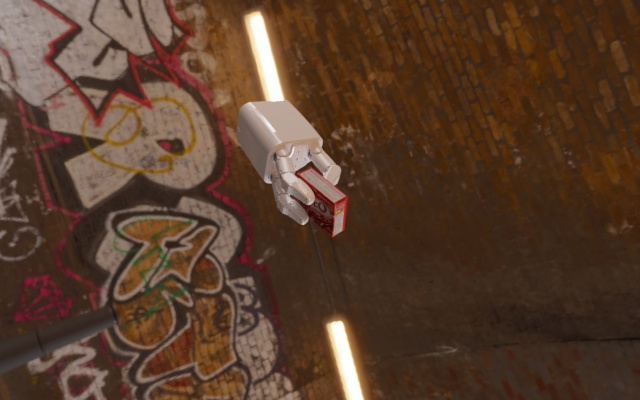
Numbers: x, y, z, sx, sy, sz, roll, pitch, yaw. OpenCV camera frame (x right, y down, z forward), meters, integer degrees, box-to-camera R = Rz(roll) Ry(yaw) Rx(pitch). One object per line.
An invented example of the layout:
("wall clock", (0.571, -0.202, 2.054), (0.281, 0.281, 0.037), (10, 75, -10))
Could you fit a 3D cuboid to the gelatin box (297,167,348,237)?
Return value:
("gelatin box", (0.001, 0.002, 0.734), (0.030, 0.073, 0.089), (-30, 53, -30))
